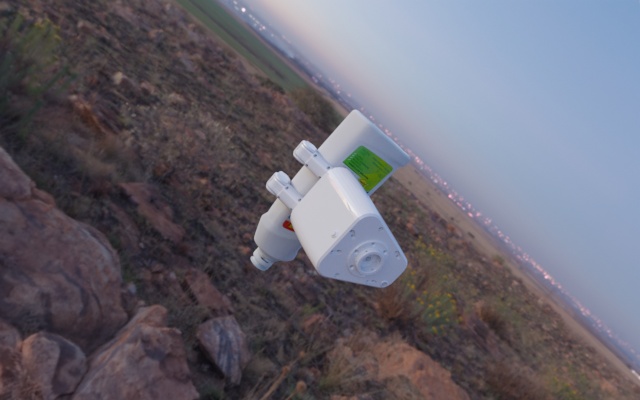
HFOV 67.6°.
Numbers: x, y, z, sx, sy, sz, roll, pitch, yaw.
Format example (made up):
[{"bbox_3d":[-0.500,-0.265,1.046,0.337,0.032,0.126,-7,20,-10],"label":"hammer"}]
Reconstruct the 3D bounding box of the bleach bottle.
[{"bbox_3d":[0.000,0.002,0.653,0.102,0.251,0.068,34,15,-33],"label":"bleach bottle"}]
